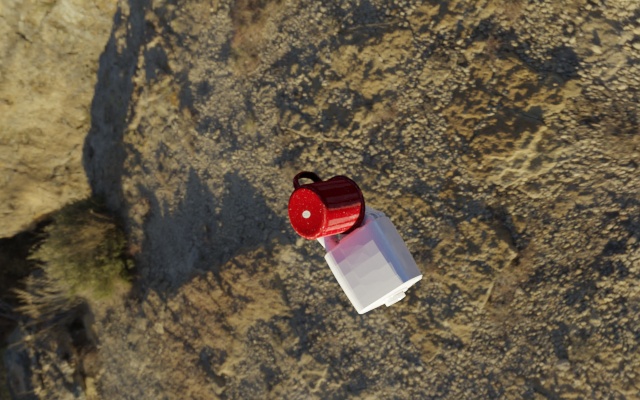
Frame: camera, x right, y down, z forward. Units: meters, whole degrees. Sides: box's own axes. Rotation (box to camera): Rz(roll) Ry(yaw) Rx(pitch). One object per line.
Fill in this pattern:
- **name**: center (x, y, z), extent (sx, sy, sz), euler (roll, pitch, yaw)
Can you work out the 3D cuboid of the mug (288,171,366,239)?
- **mug**: center (-0.001, 0.001, 0.717), extent (0.081, 0.117, 0.093), euler (-11, -29, -46)
